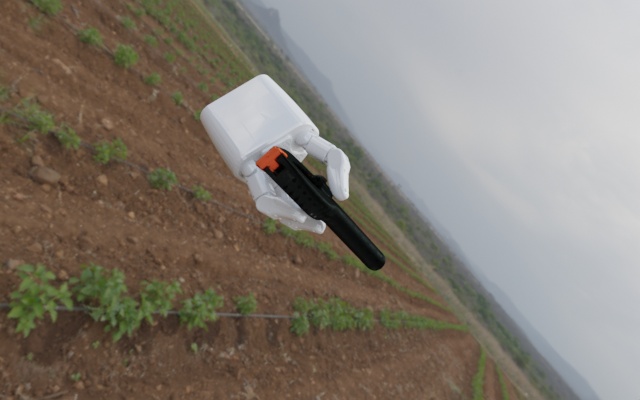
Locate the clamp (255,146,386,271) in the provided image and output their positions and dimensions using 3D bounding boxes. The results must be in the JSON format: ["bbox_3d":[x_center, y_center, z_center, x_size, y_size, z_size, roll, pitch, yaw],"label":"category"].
[{"bbox_3d":[0.000,0.001,0.546,0.036,0.164,0.210,-42,-28,7],"label":"clamp"}]
